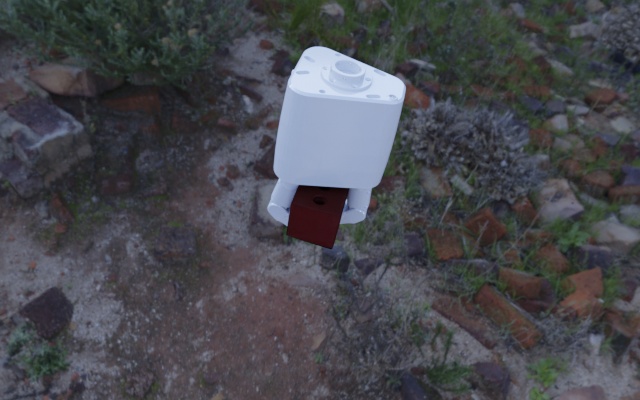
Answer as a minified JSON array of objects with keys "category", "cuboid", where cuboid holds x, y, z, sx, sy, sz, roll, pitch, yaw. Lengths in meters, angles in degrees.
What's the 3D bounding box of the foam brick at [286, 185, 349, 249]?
[{"category":"foam brick","cuboid":[0.000,0.002,0.510,0.053,0.051,0.078,15,45,2]}]
